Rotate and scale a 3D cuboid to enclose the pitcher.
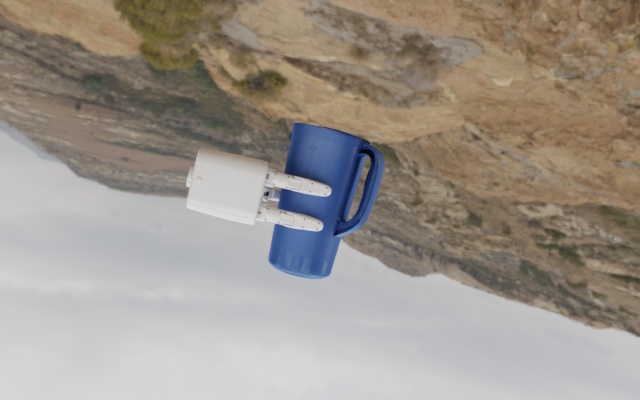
[{"bbox_3d":[0.000,0.003,0.785,0.145,0.243,0.149,13,3,-12],"label":"pitcher"}]
